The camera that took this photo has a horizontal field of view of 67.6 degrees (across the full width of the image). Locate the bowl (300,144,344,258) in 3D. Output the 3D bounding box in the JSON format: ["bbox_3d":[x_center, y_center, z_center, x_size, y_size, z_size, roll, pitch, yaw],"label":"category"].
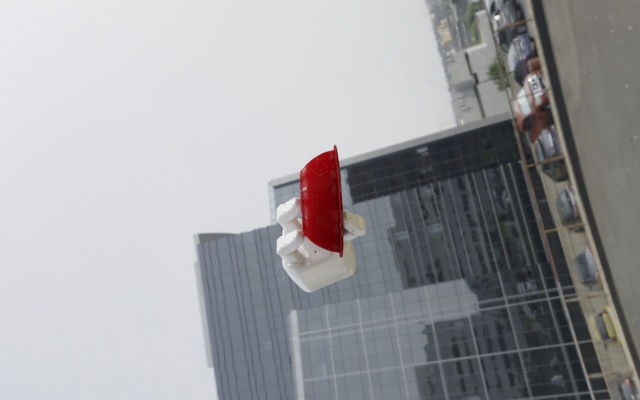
[{"bbox_3d":[0.000,0.001,0.681,0.055,0.162,0.162,-3,0,-1],"label":"bowl"}]
